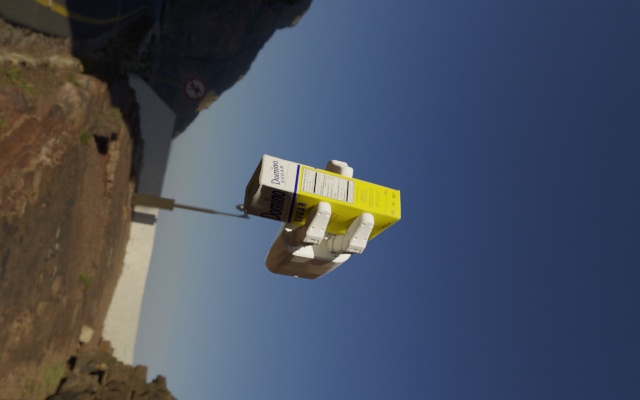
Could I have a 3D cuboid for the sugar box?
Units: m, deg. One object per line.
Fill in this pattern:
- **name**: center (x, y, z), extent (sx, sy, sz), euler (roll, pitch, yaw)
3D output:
- **sugar box**: center (0.000, 0.003, 0.589), extent (0.176, 0.048, 0.093), euler (11, -27, -17)
